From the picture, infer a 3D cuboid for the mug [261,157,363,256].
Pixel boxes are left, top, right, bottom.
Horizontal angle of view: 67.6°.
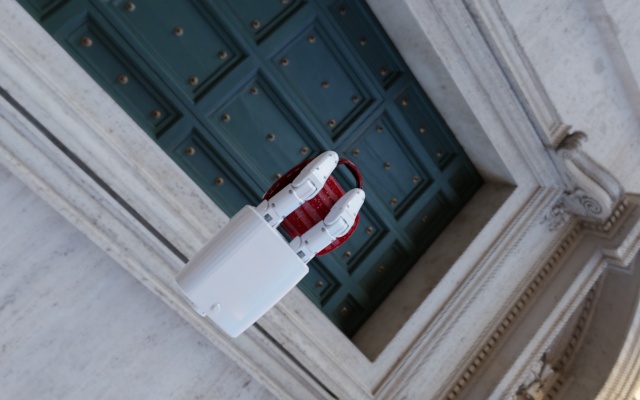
[{"bbox_3d":[0.001,0.001,0.558,0.117,0.081,0.093,-42,23,-9],"label":"mug"}]
